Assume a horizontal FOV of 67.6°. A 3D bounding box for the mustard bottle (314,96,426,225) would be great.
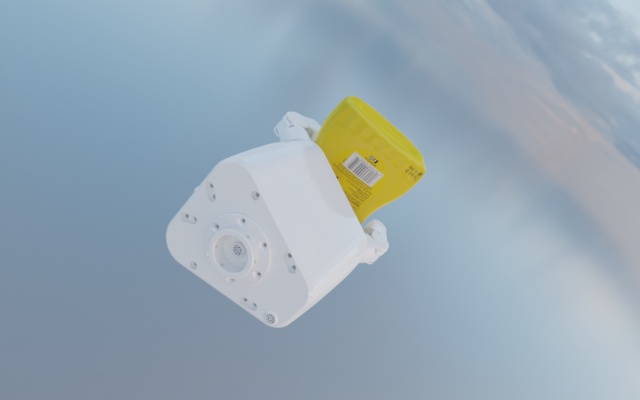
[{"bbox_3d":[0.000,0.001,0.453,0.096,0.192,0.058,37,25,-15],"label":"mustard bottle"}]
